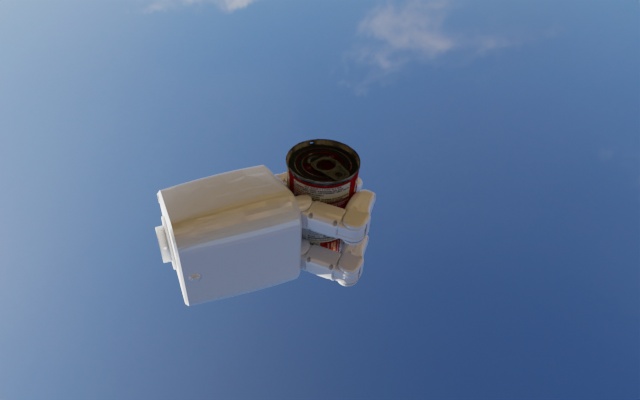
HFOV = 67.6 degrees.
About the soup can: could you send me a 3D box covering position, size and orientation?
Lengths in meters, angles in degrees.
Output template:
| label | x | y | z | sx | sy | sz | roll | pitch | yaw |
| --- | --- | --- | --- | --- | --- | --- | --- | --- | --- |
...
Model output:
| label | x | y | z | sx | sy | sz | roll | pitch | yaw |
| --- | --- | --- | --- | --- | --- | --- | --- | --- | --- |
| soup can | 0.000 | 0.002 | 0.463 | 0.068 | 0.102 | 0.068 | 2 | 40 | -2 |
